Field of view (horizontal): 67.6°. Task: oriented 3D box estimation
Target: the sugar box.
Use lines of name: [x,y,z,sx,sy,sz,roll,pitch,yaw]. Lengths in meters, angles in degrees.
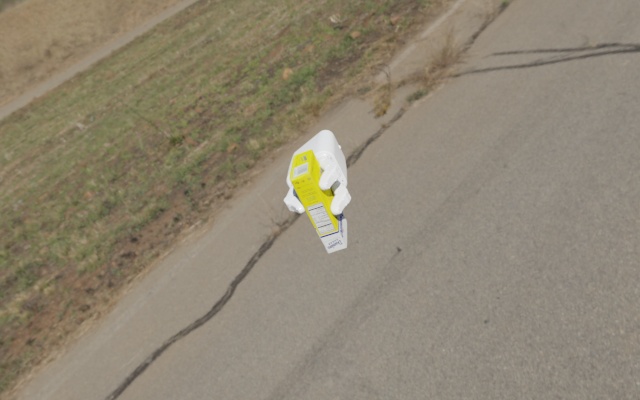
sugar box: [0.001,0.003,0.890,0.048,0.176,0.093,-21,30,16]
